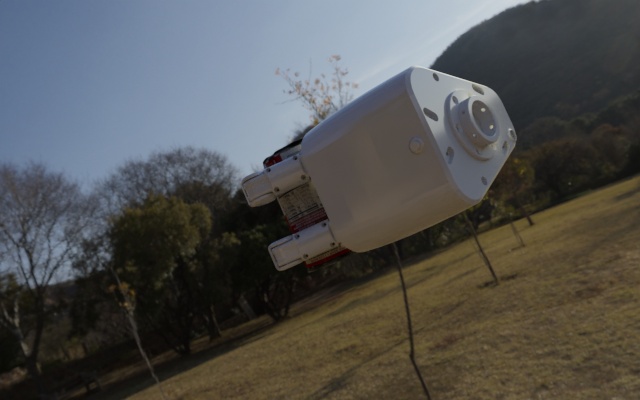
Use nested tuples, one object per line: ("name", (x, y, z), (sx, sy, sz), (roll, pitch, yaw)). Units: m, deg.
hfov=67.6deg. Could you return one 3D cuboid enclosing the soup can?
("soup can", (0.000, 0.001, 0.408), (0.068, 0.102, 0.068), (-24, -4, -2))
